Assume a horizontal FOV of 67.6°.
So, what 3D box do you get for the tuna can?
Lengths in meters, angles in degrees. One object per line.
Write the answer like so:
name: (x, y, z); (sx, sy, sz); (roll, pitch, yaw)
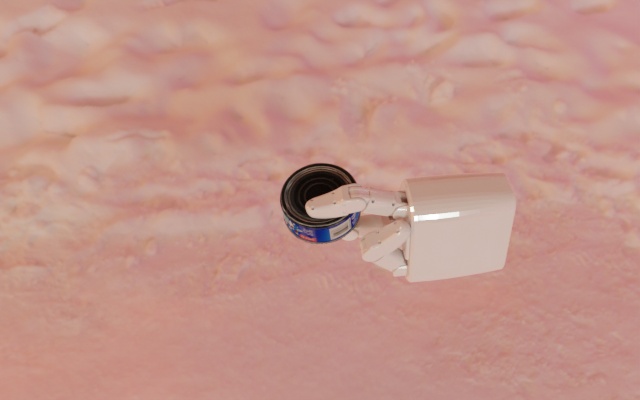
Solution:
tuna can: (0.000, 0.001, 0.512); (0.086, 0.086, 0.034); (0, -34, 7)
